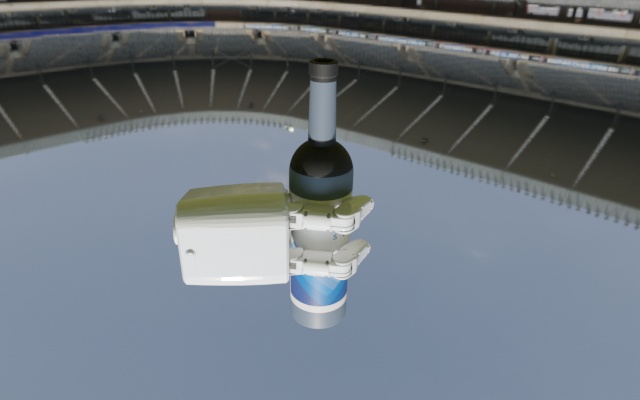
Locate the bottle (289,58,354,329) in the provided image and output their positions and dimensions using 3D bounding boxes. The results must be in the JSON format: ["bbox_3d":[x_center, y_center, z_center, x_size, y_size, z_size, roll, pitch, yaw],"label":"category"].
[{"bbox_3d":[0.000,0.002,0.508,0.069,0.296,0.069,1,28,-1],"label":"bottle"}]
